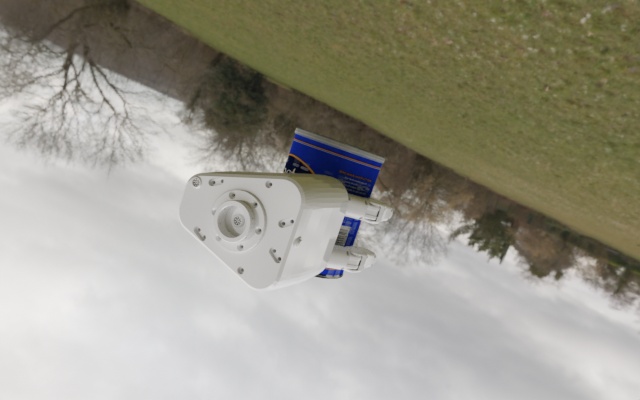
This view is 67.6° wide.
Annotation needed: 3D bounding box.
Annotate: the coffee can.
[{"bbox_3d":[0.000,0.002,0.530,0.103,0.140,0.103,19,7,-2],"label":"coffee can"}]
